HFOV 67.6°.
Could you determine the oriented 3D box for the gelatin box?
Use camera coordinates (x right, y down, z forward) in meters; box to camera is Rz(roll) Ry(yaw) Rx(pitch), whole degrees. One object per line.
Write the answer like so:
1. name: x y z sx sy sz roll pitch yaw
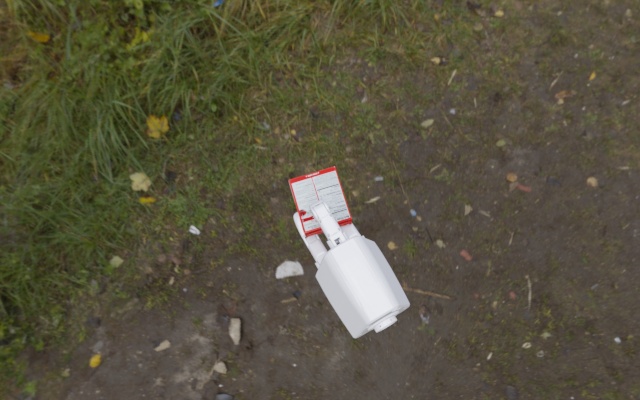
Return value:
1. gelatin box: 0.000 0.002 0.709 0.073 0.089 0.030 -17 -16 -1
